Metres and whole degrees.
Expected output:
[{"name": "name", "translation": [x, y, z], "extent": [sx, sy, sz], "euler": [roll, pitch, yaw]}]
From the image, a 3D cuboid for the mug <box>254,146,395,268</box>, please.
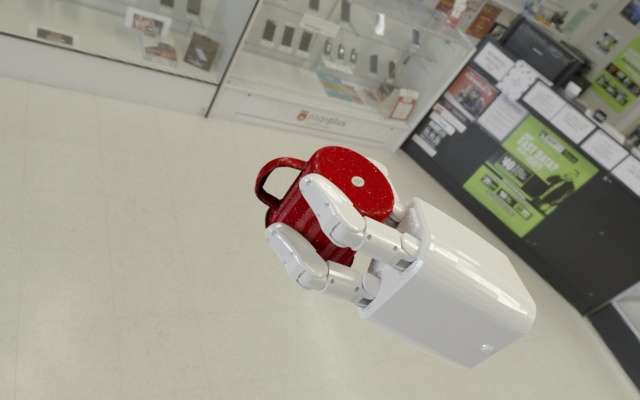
[{"name": "mug", "translation": [-0.001, 0.000, 0.413], "extent": [0.117, 0.081, 0.093], "euler": [30, 37, -10]}]
